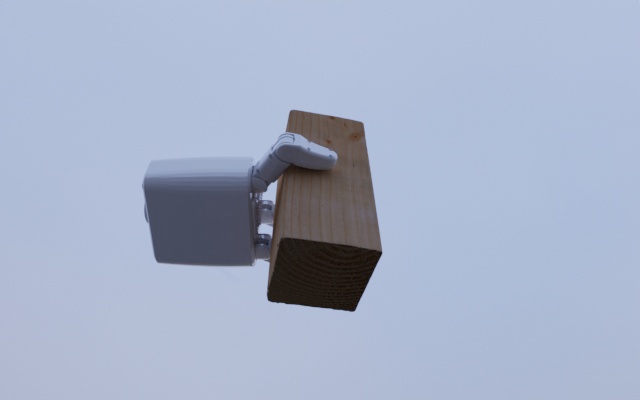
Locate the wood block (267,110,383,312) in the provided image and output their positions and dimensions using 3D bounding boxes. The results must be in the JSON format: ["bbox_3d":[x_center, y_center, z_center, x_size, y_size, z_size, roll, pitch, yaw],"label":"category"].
[{"bbox_3d":[0.000,0.001,0.502,0.090,0.091,0.206,9,41,-9],"label":"wood block"}]
